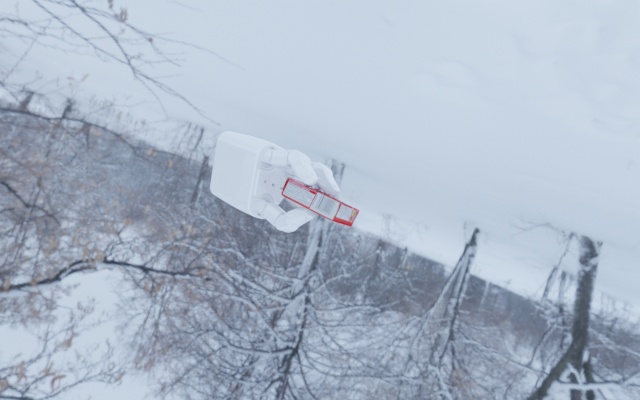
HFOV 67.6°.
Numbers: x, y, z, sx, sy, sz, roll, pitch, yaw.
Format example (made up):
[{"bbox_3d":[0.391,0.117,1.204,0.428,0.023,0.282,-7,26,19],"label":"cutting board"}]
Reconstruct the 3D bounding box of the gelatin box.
[{"bbox_3d":[0.000,0.003,0.658,0.089,0.030,0.073,26,2,26],"label":"gelatin box"}]
